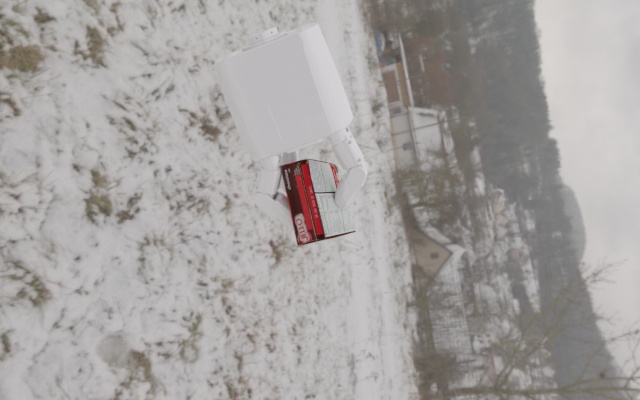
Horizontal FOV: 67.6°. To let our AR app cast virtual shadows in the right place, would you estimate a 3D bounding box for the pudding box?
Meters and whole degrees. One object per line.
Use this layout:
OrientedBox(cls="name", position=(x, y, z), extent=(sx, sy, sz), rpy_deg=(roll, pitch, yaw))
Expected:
OrientedBox(cls="pudding box", position=(0.000, 0.002, 0.552), extent=(0.039, 0.090, 0.113), rpy_deg=(-14, -5, 23))
